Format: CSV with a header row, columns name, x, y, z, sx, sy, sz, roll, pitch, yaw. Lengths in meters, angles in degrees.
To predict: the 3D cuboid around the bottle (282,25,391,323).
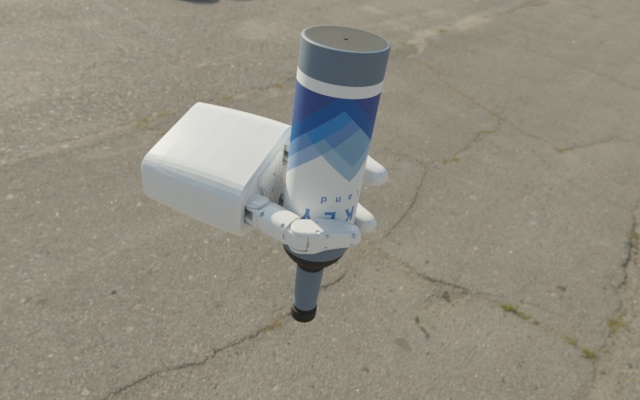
name,x,y,z,sx,sy,sz,roll,pitch,yaw
bottle,0.000,0.001,0.432,0.069,0.296,0.069,6,34,-4
